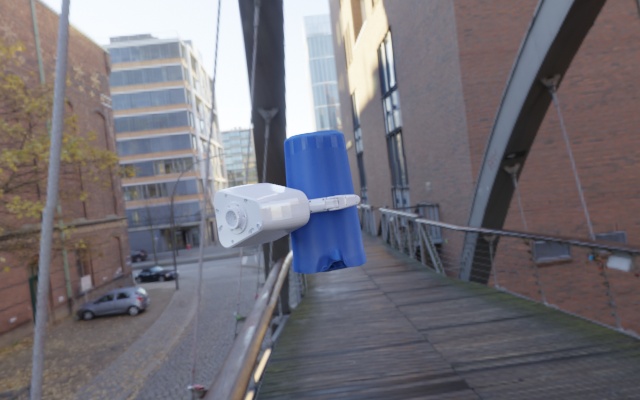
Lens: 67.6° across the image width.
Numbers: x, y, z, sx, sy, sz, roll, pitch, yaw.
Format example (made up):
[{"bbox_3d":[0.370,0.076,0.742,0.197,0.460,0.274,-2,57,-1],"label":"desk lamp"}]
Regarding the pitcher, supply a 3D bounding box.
[{"bbox_3d":[0.000,0.003,0.861,0.149,0.243,0.145,-5,3,37],"label":"pitcher"}]
